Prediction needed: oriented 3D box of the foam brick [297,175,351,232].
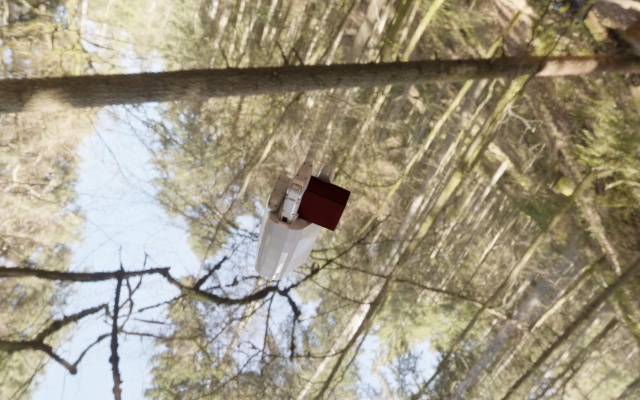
[{"bbox_3d":[0.000,0.002,0.732,0.078,0.051,0.053,22,26,4],"label":"foam brick"}]
